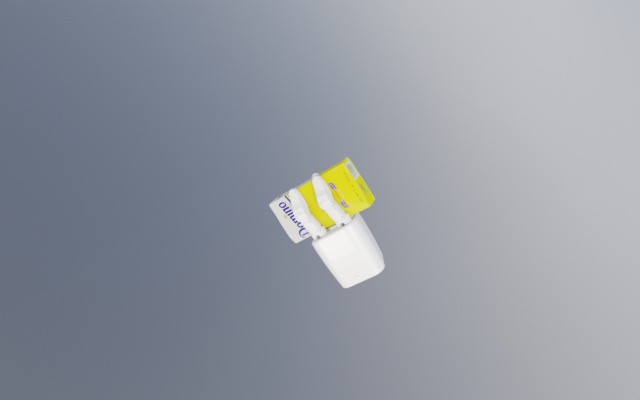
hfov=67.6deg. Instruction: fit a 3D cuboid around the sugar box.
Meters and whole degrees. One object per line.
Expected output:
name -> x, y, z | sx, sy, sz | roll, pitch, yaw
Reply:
sugar box -> 0.000, 0.003, 0.876 | 0.176, 0.093, 0.048 | -29, 8, 26
